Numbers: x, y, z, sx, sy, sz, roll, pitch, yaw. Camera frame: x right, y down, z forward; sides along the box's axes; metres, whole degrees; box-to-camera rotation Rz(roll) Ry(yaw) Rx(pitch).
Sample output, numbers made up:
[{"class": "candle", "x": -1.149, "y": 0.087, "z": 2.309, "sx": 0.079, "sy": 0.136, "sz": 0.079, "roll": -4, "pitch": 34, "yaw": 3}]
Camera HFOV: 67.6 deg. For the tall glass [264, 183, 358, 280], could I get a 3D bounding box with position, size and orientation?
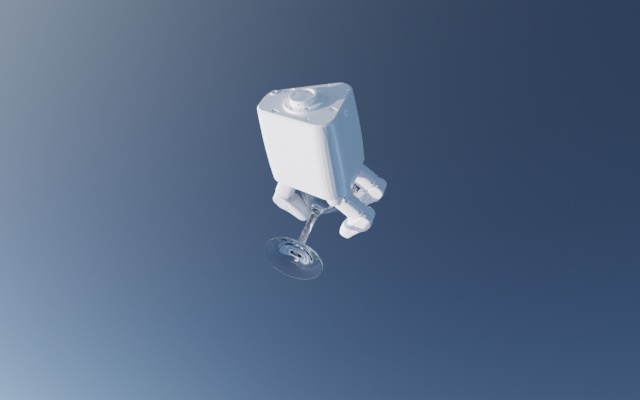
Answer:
[{"class": "tall glass", "x": 0.000, "y": 0.003, "z": 0.629, "sx": 0.079, "sy": 0.079, "sz": 0.201, "roll": 0, "pitch": 43, "yaw": 27}]
